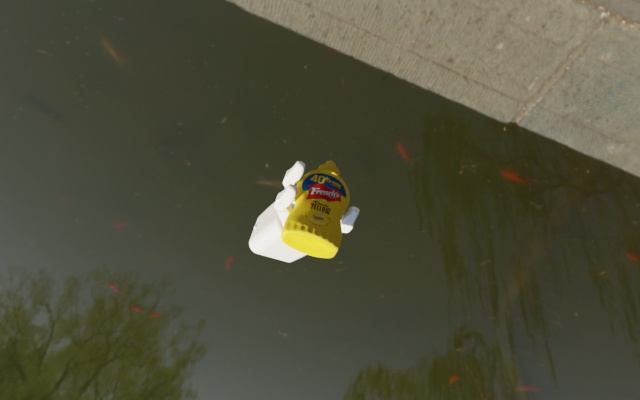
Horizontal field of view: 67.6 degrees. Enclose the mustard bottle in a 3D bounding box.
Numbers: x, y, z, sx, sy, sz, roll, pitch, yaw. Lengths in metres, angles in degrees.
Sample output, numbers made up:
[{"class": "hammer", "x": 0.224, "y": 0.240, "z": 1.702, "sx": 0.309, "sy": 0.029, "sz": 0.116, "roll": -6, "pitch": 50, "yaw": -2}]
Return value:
[{"class": "mustard bottle", "x": 0.000, "y": 0.003, "z": 0.822, "sx": 0.096, "sy": 0.191, "sz": 0.058, "roll": 18, "pitch": -41, "yaw": -4}]
